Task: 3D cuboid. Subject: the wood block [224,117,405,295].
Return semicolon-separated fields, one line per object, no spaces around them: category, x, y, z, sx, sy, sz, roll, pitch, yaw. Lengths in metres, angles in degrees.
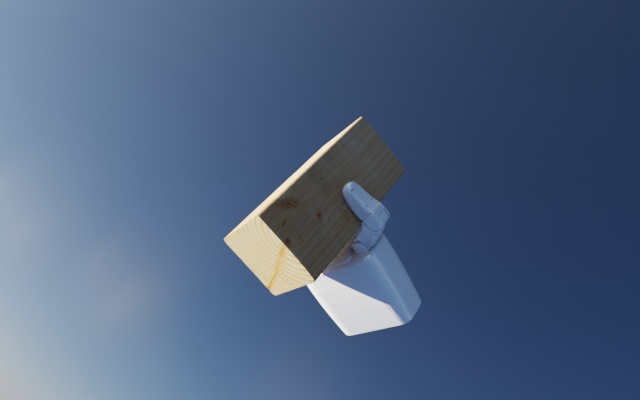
wood block;0.000;0.002;0.560;0.206;0.090;0.091;-47;10;-38
